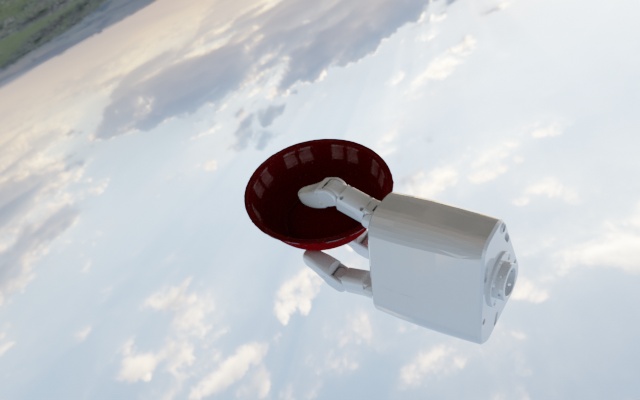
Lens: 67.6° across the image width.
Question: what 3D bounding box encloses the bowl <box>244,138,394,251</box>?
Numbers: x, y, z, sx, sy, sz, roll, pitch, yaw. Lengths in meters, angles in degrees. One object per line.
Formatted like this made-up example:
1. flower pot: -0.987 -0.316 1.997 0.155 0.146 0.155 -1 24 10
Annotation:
1. bowl: -0.001 0.001 0.531 0.162 0.162 0.055 0 -44 10
